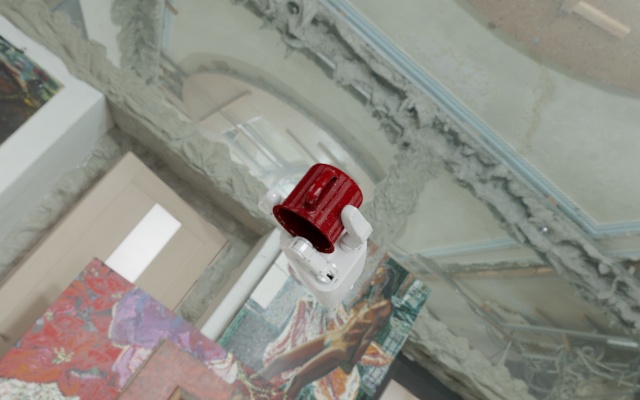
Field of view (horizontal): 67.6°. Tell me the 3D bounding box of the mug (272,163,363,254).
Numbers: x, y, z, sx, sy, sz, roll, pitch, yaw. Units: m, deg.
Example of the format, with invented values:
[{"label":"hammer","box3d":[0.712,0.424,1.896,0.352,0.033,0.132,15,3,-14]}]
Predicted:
[{"label":"mug","box3d":[0.000,0.001,0.591,0.093,0.081,0.117,31,-22,16]}]
